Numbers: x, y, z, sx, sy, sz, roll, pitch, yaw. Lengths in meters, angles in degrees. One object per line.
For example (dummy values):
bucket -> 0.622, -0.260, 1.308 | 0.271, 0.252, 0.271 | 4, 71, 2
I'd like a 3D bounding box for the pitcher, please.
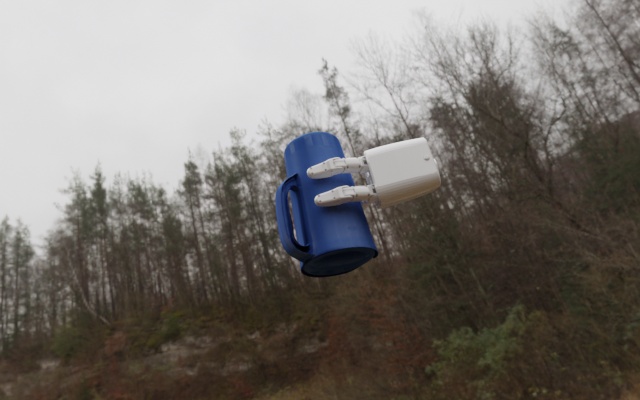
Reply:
pitcher -> 0.000, 0.003, 0.834 | 0.145, 0.242, 0.149 | -15, -25, 3
